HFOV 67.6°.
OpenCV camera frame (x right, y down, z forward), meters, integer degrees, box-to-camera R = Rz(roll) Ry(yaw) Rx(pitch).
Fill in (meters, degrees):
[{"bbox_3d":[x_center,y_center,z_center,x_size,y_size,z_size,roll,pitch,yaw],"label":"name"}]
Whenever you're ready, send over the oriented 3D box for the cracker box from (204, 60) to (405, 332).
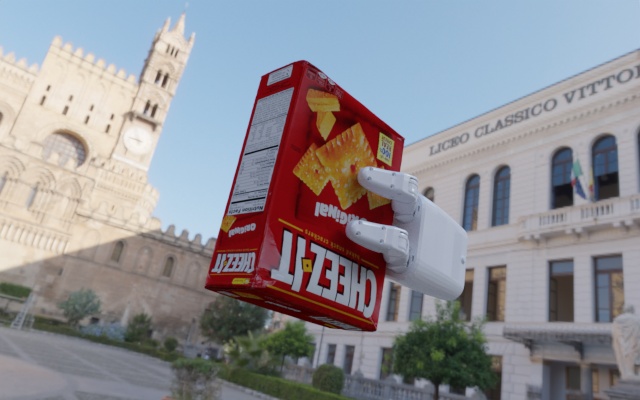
[{"bbox_3d":[0.000,0.001,0.458,0.072,0.213,0.164,-9,-29,43],"label":"cracker box"}]
